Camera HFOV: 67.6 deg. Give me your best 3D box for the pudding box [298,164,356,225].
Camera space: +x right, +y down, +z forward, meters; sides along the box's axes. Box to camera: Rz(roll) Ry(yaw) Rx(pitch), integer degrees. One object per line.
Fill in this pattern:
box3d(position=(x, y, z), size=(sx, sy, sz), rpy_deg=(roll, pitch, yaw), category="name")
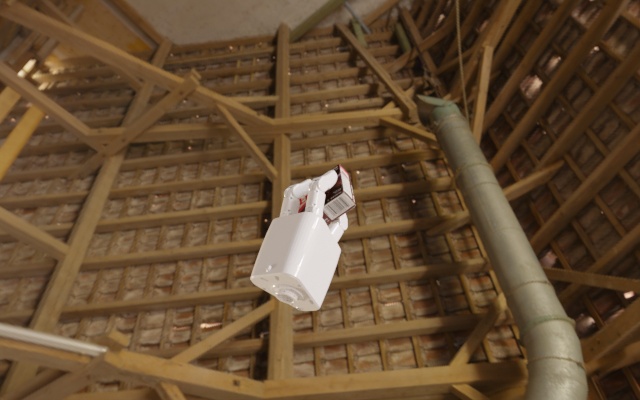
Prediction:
box3d(position=(0.000, 0.003, 0.784), size=(0.113, 0.039, 0.090), rpy_deg=(-32, 30, 17), category="pudding box")
